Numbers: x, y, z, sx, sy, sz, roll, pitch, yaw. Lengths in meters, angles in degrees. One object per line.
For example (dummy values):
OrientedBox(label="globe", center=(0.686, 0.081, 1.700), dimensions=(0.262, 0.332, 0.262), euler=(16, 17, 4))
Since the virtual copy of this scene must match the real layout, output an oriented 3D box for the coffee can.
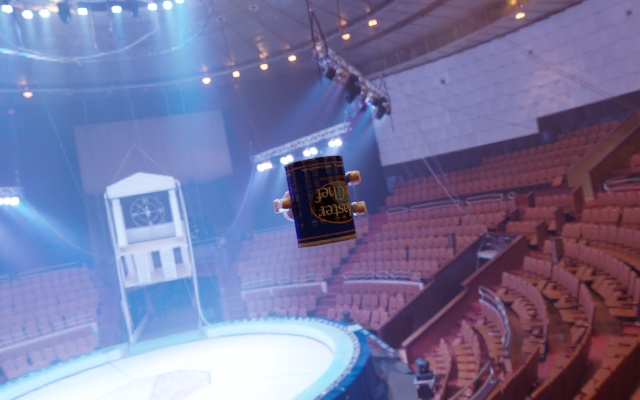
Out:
OrientedBox(label="coffee can", center=(0.000, 0.003, 0.811), dimensions=(0.103, 0.140, 0.103), euler=(-10, -2, 0))
